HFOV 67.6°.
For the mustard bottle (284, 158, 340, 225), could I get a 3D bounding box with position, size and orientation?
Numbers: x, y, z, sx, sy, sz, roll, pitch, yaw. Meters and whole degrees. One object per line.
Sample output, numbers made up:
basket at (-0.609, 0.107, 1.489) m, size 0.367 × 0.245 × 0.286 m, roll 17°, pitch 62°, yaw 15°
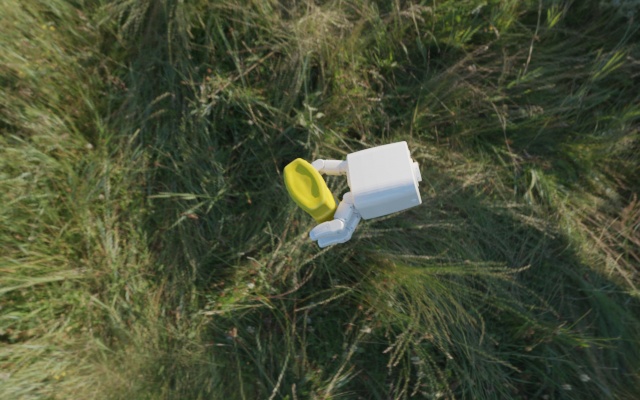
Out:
mustard bottle at (0.000, 0.003, 0.834) m, size 0.058 × 0.096 × 0.192 m, roll -35°, pitch -24°, yaw 3°
